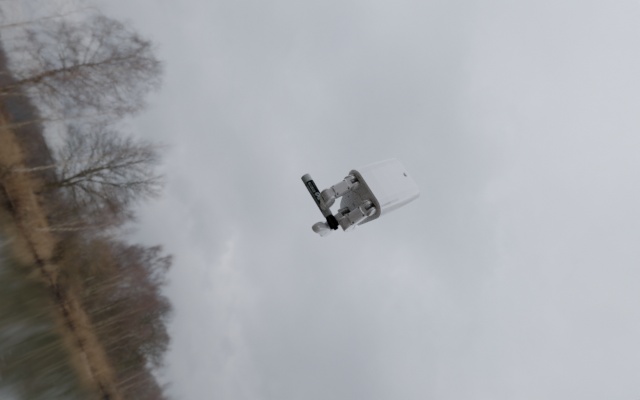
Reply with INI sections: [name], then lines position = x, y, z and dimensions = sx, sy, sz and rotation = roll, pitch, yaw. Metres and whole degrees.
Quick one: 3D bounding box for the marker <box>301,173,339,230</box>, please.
[marker]
position = 0.000, 0.003, 0.889
dimensions = 0.020, 0.121, 0.020
rotation = -28, -18, -10
